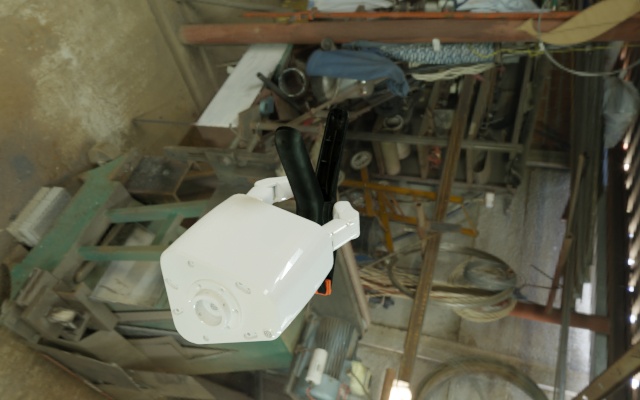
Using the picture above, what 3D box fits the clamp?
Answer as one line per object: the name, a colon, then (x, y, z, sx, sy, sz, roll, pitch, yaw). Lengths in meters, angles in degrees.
clamp: (0.001, 0.002, 0.523, 0.036, 0.210, 0.164, 6, 26, 20)
